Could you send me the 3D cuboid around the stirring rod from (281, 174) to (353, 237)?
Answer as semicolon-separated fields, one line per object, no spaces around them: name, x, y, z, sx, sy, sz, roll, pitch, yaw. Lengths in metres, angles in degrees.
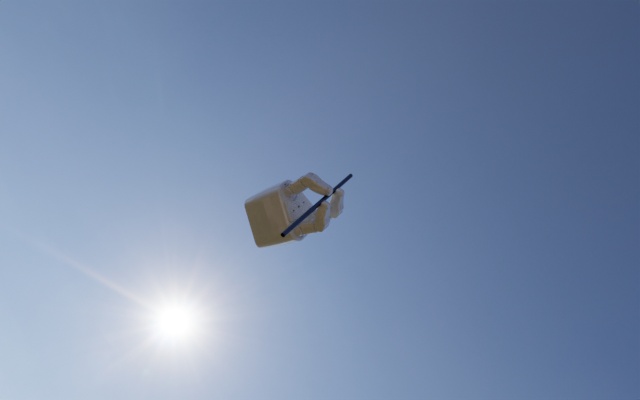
stirring rod;0.000;0.003;0.832;0.011;0.011;0.239;0;25;33
